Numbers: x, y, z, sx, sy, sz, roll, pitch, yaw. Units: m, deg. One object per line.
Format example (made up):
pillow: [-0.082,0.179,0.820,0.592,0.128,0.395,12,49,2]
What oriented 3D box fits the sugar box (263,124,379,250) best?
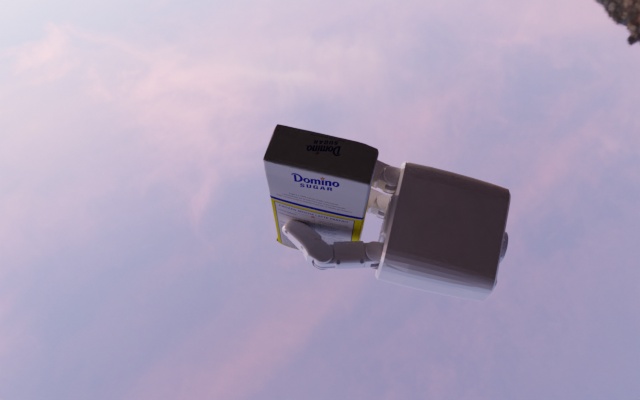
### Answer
sugar box: [0.000,0.001,0.468,0.093,0.048,0.176,14,-30,6]
